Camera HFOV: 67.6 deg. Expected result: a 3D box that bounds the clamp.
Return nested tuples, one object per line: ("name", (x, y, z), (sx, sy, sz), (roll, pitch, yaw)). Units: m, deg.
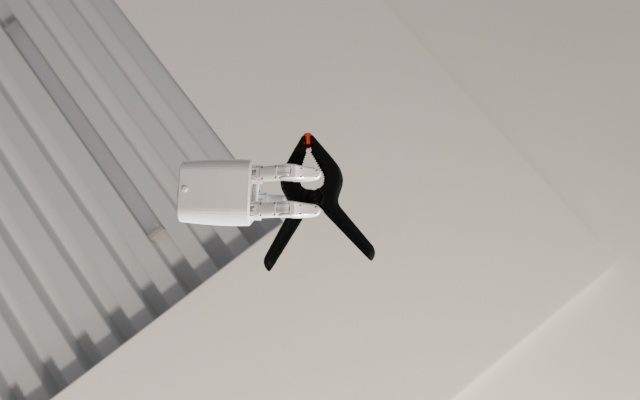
("clamp", (0.000, 0.002, 0.723), (0.164, 0.210, 0.036), (2, -10, -4))
